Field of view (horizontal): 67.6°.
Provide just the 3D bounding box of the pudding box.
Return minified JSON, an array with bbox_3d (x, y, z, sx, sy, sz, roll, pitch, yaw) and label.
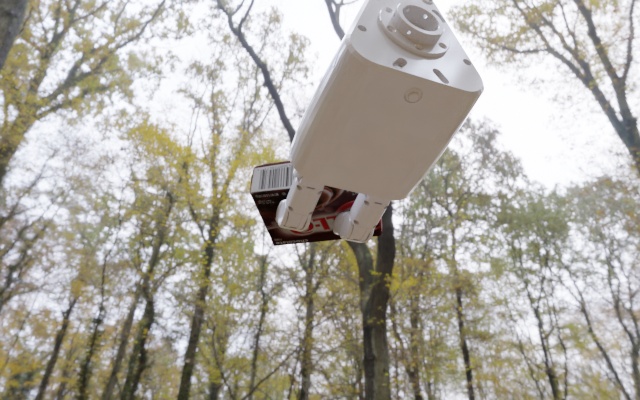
[{"bbox_3d":[0.000,0.001,0.450,0.113,0.039,0.090,-4,-38,8],"label":"pudding box"}]
